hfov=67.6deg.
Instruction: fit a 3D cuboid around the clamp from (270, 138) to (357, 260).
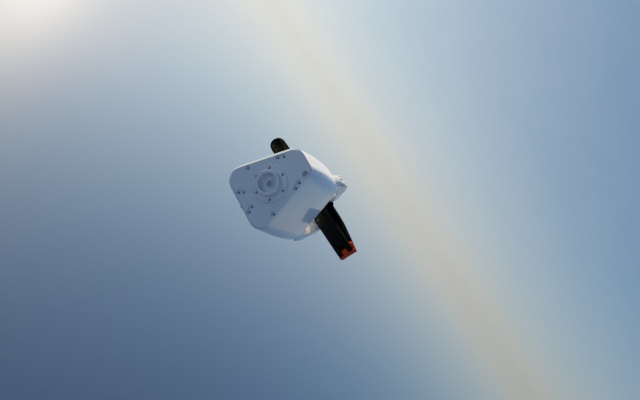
[{"bbox_3d":[0.001,0.003,0.785,0.036,0.210,0.164,-34,-17,10],"label":"clamp"}]
